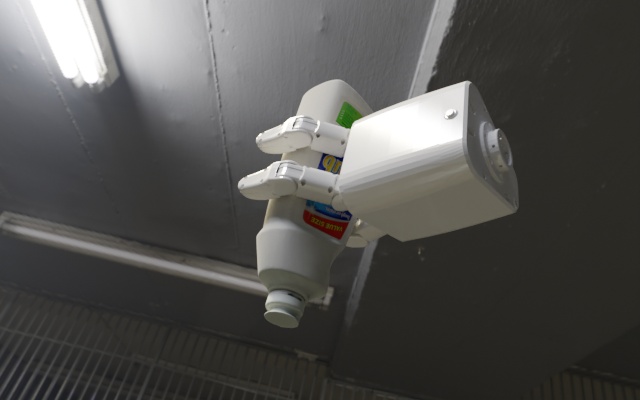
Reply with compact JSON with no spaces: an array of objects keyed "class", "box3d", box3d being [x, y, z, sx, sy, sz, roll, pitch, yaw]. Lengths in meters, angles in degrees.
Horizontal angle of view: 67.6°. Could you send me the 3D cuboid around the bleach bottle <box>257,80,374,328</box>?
[{"class":"bleach bottle","box3d":[0.000,0.001,0.454,0.068,0.250,0.103,-17,-47,36]}]
